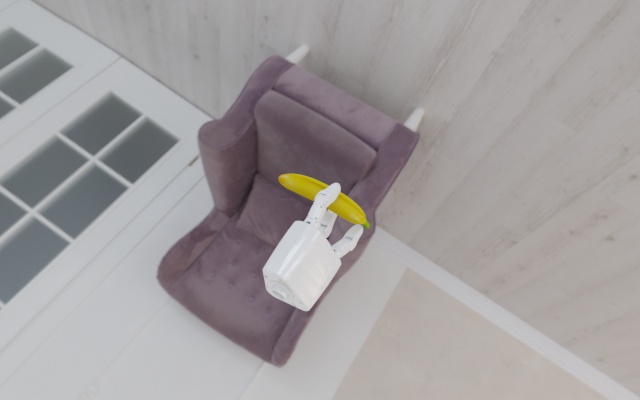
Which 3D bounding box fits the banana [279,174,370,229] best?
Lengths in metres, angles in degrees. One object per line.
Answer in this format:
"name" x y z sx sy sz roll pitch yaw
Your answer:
"banana" 0.005 -0.004 0.882 0.198 0.037 0.070 31 -26 7
